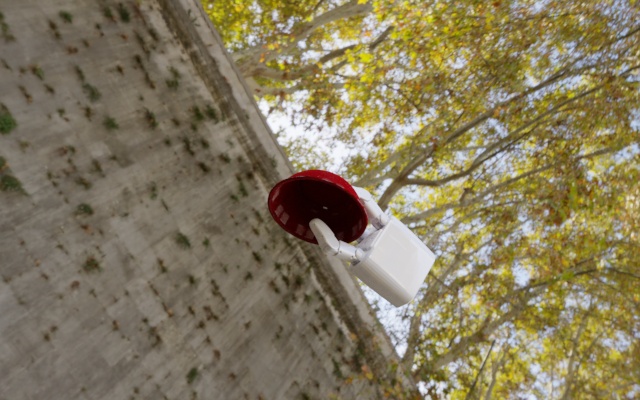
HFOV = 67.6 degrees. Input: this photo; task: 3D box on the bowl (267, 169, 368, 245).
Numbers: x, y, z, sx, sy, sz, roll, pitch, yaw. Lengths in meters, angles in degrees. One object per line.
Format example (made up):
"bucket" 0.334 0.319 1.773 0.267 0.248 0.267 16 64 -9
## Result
"bowl" -0.001 0.001 0.760 0.162 0.055 0.162 10 -40 9
